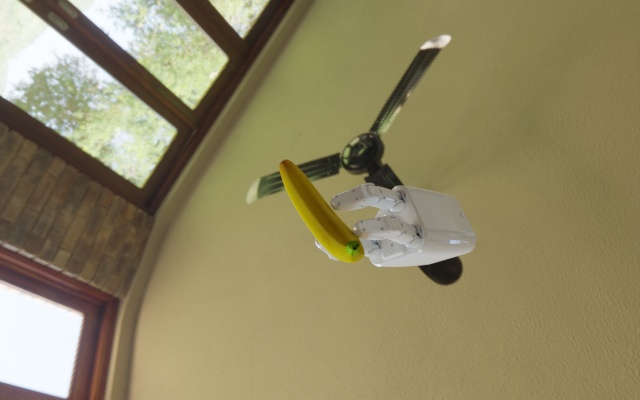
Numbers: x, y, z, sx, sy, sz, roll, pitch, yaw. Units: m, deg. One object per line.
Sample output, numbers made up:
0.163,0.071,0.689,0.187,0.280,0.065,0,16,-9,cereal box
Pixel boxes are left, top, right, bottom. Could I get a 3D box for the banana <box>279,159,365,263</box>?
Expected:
0.004,0.018,0.582,0.037,0.070,0.197,-23,40,-19,banana
